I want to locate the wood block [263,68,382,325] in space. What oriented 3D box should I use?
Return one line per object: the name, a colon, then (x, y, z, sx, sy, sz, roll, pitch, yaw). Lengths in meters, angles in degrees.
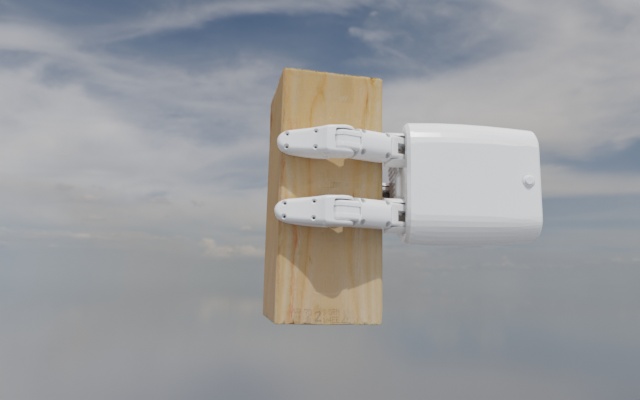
wood block: (0.000, 0.001, 0.427, 0.090, 0.206, 0.091, 3, -10, -12)
